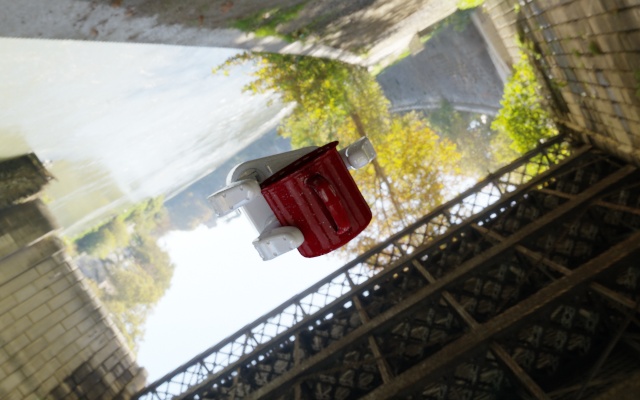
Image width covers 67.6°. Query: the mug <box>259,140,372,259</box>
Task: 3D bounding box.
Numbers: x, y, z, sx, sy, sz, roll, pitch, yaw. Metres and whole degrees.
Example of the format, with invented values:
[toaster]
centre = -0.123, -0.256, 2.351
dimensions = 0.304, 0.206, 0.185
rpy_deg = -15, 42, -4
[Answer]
[mug]
centre = 0.001, 0.002, 0.443
dimensions = 0.093, 0.081, 0.117
rpy_deg = -33, 11, -12
